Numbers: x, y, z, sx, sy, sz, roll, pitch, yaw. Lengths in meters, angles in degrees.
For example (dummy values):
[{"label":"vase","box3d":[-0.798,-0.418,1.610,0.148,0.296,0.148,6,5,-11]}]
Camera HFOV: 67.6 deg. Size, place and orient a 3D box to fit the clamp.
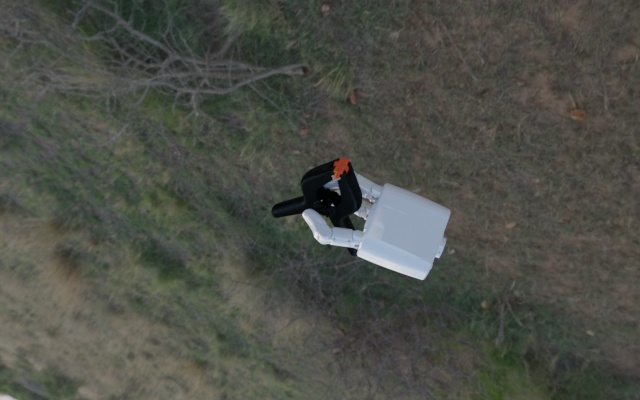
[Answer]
[{"label":"clamp","box3d":[0.000,0.003,0.727,0.164,0.036,0.210,21,-33,9]}]
